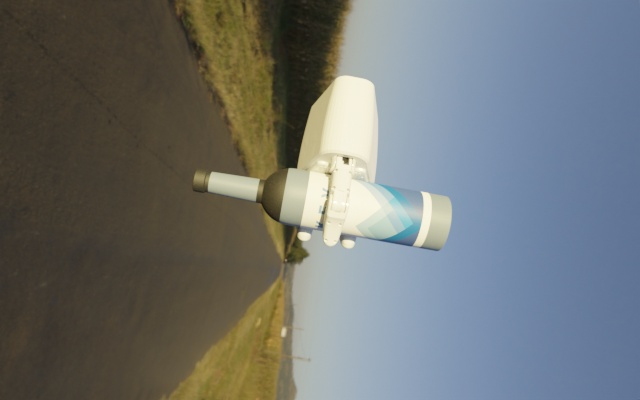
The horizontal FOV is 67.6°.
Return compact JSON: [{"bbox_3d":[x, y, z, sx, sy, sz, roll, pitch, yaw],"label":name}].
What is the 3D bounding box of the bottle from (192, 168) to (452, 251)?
[{"bbox_3d":[0.000,0.002,0.560,0.296,0.069,0.069,10,-1,-4],"label":"bottle"}]
